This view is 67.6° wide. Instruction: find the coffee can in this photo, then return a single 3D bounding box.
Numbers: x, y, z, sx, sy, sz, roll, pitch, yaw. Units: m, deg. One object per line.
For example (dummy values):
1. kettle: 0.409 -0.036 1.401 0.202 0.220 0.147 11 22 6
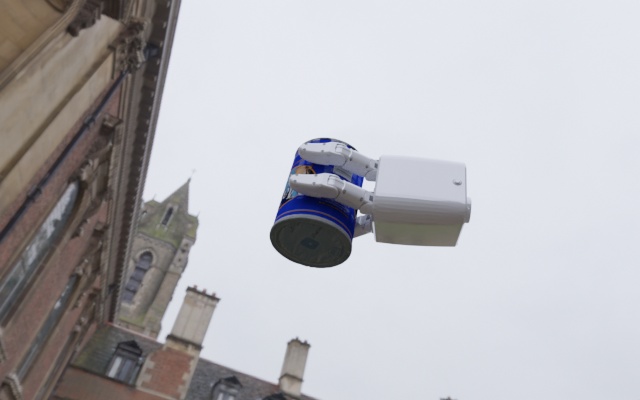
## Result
1. coffee can: 0.000 0.002 0.625 0.103 0.140 0.103 8 -40 7
